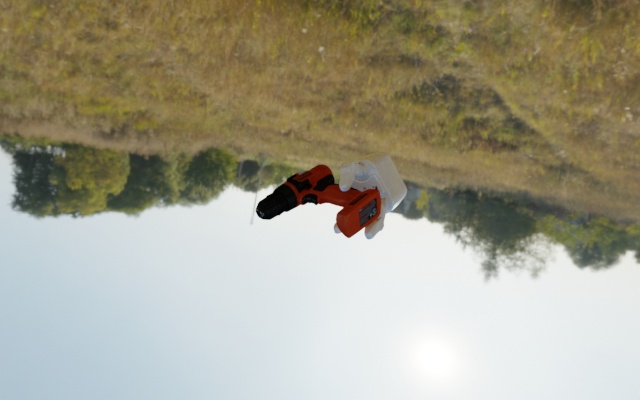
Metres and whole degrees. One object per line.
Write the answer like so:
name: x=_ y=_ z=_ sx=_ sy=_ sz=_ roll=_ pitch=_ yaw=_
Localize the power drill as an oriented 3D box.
power drill: x=0.001 y=0.003 z=0.866 sx=0.187 sy=0.057 sz=0.184 roll=23 pitch=45 yaw=38
